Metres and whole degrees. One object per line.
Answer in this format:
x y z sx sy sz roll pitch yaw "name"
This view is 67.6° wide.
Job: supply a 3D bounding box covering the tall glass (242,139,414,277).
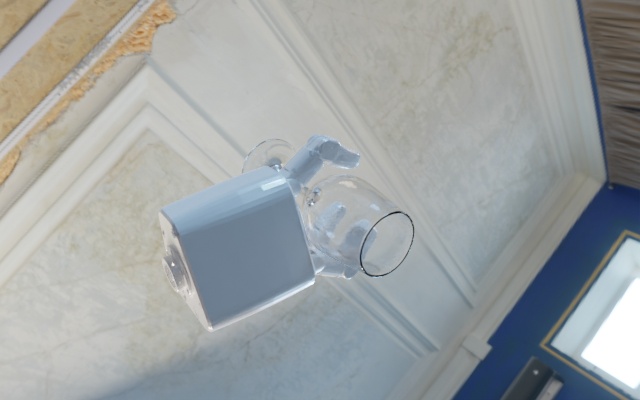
0.000 0.001 0.474 0.079 0.079 0.201 0 21 -38 "tall glass"
